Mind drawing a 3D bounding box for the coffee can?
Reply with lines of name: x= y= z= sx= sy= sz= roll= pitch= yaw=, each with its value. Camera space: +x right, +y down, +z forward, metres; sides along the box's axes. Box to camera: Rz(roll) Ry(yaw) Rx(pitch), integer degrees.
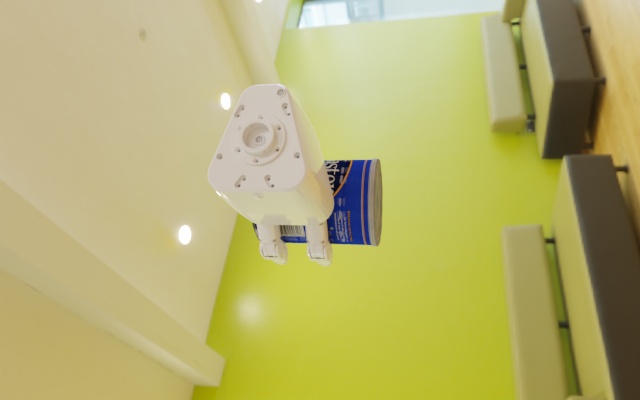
coffee can: x=0.000 y=0.002 z=0.571 sx=0.140 sy=0.103 sz=0.103 roll=0 pitch=0 yaw=12
